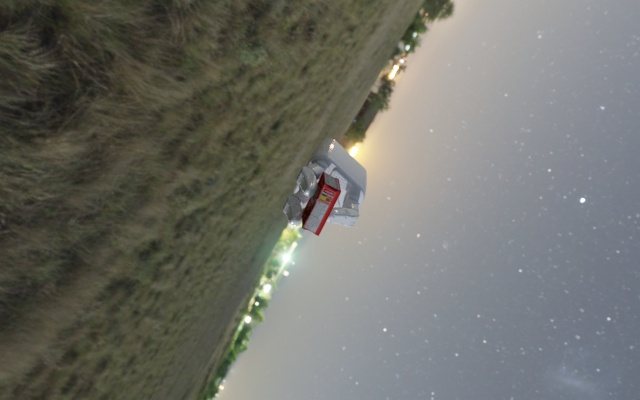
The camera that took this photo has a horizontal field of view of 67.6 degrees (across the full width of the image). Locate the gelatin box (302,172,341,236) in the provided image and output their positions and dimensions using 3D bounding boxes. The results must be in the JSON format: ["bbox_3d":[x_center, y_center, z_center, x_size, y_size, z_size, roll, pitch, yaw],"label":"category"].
[{"bbox_3d":[0.001,0.003,0.702,0.030,0.073,0.089,26,13,-8],"label":"gelatin box"}]
